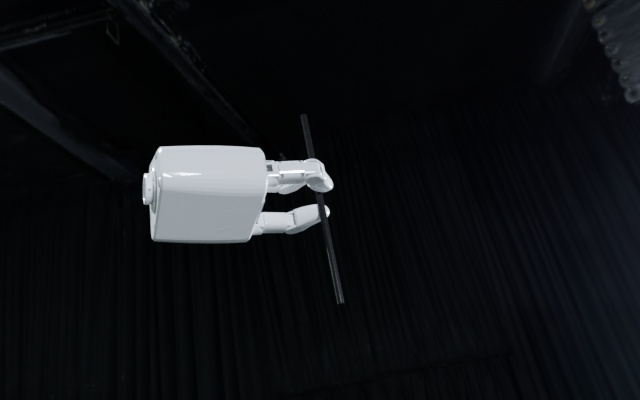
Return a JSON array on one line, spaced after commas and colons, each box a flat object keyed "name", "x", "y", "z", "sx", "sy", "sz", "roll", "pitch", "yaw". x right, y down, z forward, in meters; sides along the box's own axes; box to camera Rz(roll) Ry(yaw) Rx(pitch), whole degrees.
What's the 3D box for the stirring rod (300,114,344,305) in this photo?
[{"name": "stirring rod", "x": 0.000, "y": 0.002, "z": 0.555, "sx": 0.011, "sy": 0.239, "sz": 0.011, "roll": -10, "pitch": -23, "yaw": -4}]
